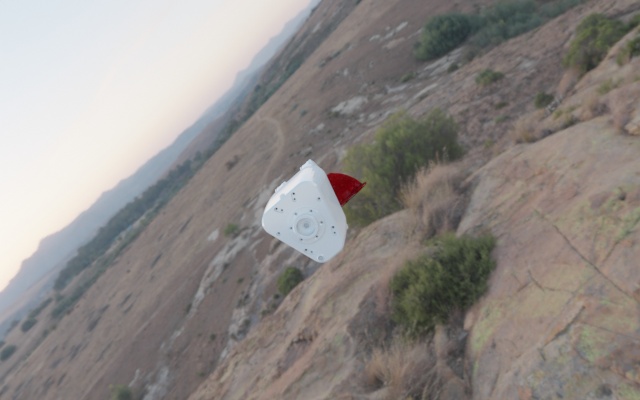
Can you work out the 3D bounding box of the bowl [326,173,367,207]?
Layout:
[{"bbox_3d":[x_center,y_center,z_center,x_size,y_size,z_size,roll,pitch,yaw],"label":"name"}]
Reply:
[{"bbox_3d":[0.000,0.002,0.810,0.162,0.055,0.162,-41,0,0],"label":"bowl"}]
